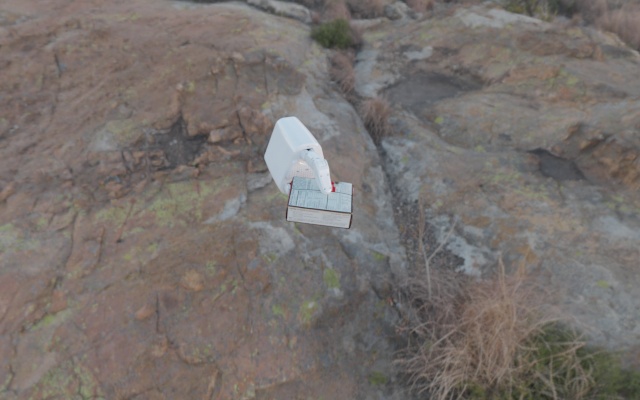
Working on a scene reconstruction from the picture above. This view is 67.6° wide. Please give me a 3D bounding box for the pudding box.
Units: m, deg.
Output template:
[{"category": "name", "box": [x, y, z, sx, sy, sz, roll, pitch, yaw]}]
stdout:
[{"category": "pudding box", "box": [0.000, 0.003, 0.825, 0.113, 0.039, 0.090, 6, 38, 1]}]
